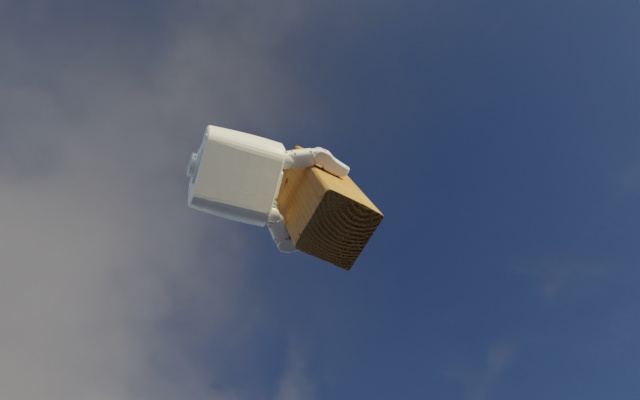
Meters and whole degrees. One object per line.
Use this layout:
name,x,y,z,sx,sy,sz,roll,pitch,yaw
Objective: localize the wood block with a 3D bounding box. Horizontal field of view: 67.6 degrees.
wood block,0.000,0.002,0.695,0.090,0.091,0.206,25,13,-23
